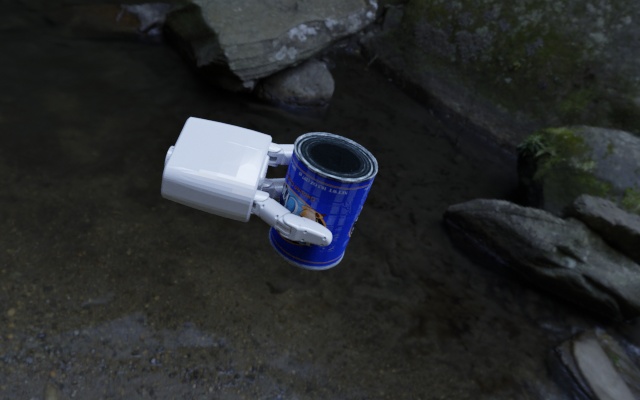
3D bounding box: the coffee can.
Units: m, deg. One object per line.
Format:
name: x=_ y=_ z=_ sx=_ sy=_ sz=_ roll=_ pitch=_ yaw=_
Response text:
coffee can: x=0.000 y=0.002 z=0.594 sx=0.103 sy=0.140 sz=0.102 roll=13 pitch=35 yaw=-9
